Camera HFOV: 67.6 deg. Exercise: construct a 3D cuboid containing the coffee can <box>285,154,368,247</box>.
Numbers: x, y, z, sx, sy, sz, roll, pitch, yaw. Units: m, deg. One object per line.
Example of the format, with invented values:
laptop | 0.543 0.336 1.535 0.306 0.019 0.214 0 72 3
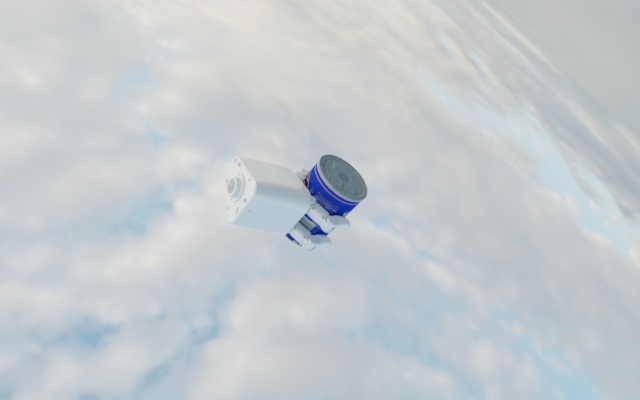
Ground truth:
coffee can | 0.000 0.003 0.846 0.103 0.102 0.140 0 -39 -47
